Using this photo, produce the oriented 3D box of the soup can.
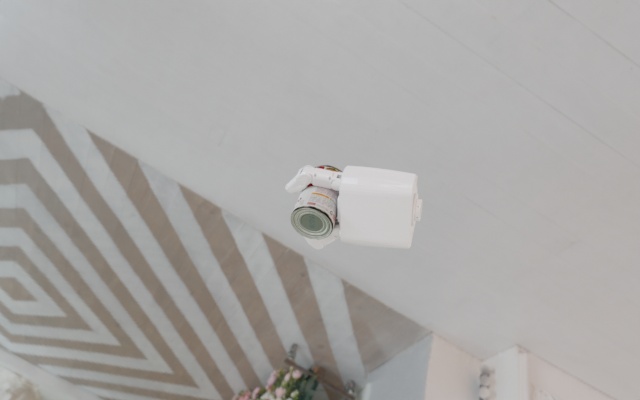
[{"bbox_3d":[0.000,0.002,0.738,0.068,0.069,0.102,0,41,21],"label":"soup can"}]
